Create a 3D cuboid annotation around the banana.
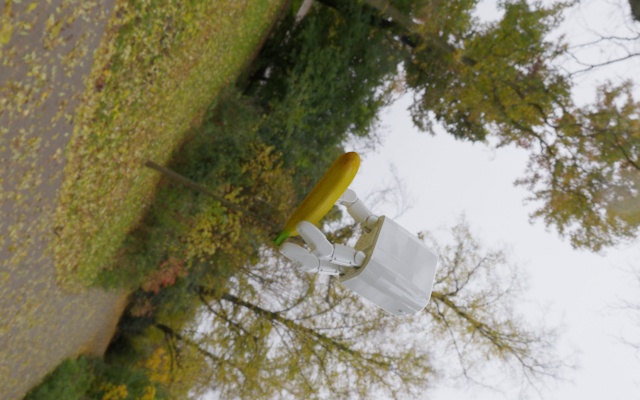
[{"bbox_3d":[0.005,-0.005,0.643,0.198,0.037,0.069,-50,4,38],"label":"banana"}]
